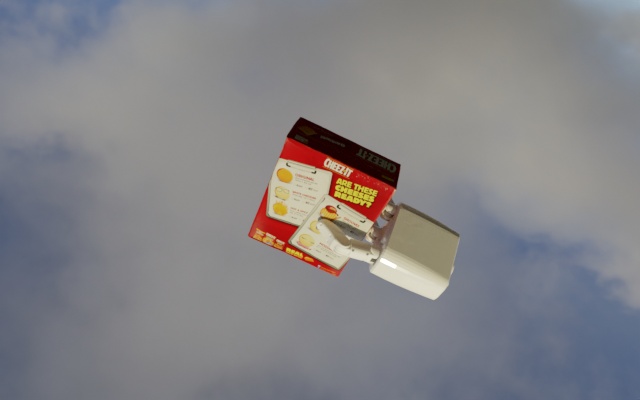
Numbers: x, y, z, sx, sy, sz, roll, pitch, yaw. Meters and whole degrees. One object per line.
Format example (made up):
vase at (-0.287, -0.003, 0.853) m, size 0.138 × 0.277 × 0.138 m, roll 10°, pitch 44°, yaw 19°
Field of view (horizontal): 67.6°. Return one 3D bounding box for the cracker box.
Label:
cracker box at (0.000, 0.003, 0.723) m, size 0.164 × 0.214 × 0.072 m, roll 25°, pitch 41°, yaw -3°
